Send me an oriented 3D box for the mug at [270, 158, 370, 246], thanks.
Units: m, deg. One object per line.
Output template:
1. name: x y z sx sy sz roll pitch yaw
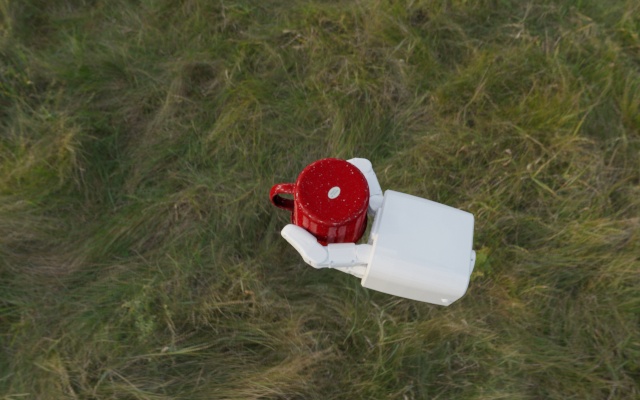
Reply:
1. mug: -0.001 0.001 0.541 0.117 0.093 0.081 13 -23 4
